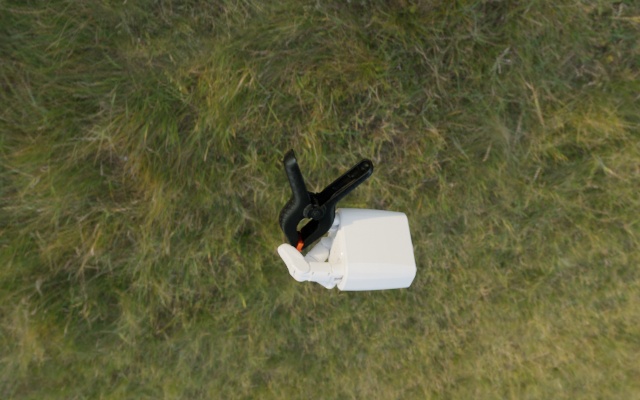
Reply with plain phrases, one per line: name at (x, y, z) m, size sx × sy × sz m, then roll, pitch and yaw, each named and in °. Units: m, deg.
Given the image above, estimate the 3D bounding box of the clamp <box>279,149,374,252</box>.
clamp at (0.000, 0.003, 0.643) m, size 0.120 × 0.039 × 0.172 m, roll 2°, pitch -45°, yaw -13°
